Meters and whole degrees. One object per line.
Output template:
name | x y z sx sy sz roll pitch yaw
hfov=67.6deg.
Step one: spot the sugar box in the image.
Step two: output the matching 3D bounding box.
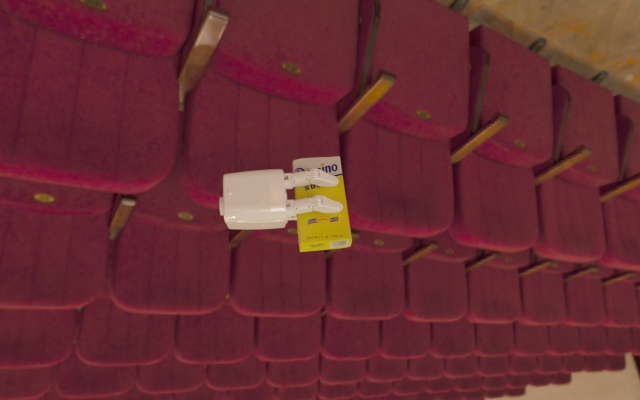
sugar box | 0.000 0.003 0.875 0.093 0.176 0.048 -5 -27 -5
